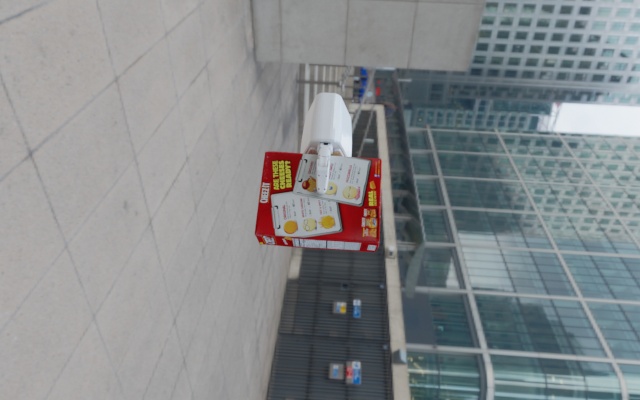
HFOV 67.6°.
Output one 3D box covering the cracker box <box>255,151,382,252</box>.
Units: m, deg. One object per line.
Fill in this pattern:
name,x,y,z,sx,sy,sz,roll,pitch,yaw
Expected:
cracker box,0.000,0.003,0.861,0.214,0.164,0.072,3,-23,2
